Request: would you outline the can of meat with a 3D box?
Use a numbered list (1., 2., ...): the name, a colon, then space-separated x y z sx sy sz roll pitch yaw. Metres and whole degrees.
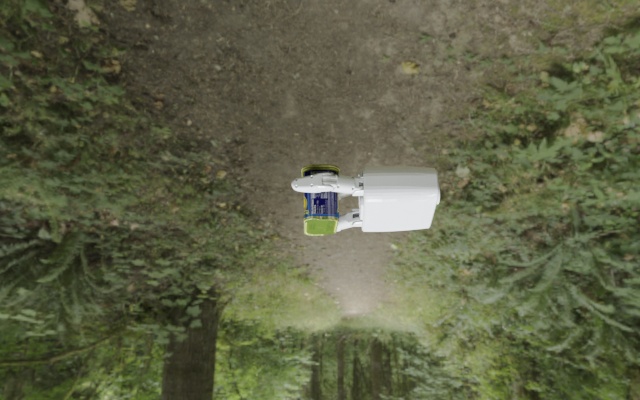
1. can of meat: 0.000 0.003 0.729 0.057 0.084 0.102 0 -18 -2
